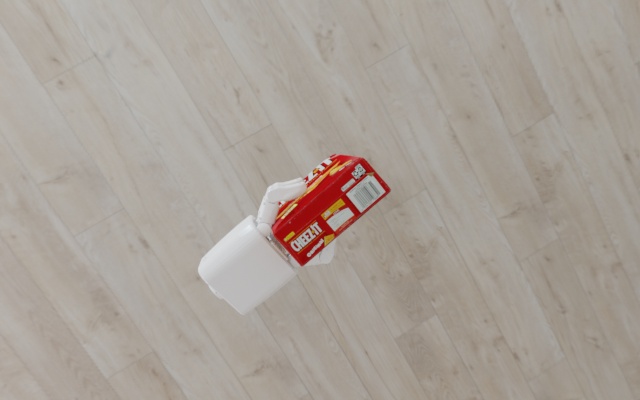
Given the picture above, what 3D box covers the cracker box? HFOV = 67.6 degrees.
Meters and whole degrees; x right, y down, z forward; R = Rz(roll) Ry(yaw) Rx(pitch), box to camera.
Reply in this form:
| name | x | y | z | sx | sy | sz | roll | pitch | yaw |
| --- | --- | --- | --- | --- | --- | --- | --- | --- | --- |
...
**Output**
| name | x | y | z | sx | sy | sz | roll | pitch | yaw |
| --- | --- | --- | --- | --- | --- | --- | --- | --- | --- |
| cracker box | 0.000 | 0.003 | 0.744 | 0.164 | 0.072 | 0.213 | -41 | 11 | -2 |
